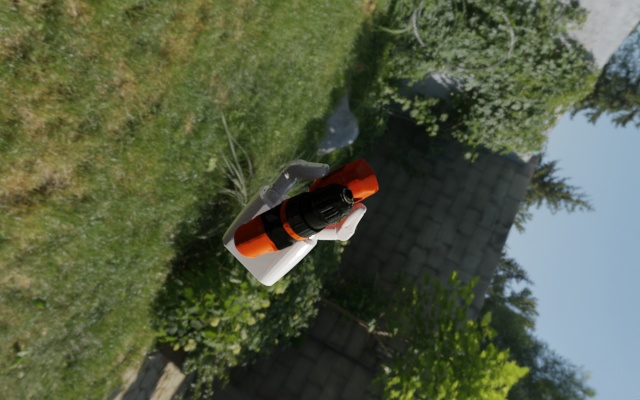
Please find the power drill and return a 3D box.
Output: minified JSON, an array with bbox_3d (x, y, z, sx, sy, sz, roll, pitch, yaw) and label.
[{"bbox_3d":[0.000,0.002,0.615,0.184,0.057,0.187,-23,4,38],"label":"power drill"}]
